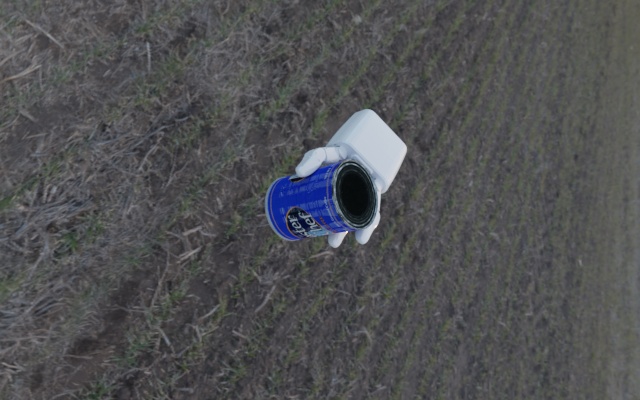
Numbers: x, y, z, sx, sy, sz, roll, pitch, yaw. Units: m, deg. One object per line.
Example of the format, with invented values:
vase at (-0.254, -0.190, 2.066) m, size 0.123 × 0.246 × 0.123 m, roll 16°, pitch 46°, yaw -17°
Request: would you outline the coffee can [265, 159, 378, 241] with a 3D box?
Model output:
coffee can at (0.000, 0.002, 0.718) m, size 0.140 × 0.103 × 0.103 m, roll -12°, pitch -8°, yaw 41°
